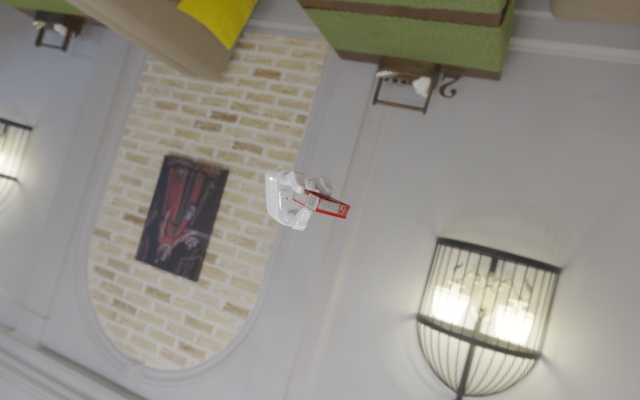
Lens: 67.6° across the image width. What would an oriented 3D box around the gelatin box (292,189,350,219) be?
[{"bbox_3d":[0.000,0.003,0.894,0.073,0.030,0.089,16,6,-35],"label":"gelatin box"}]
